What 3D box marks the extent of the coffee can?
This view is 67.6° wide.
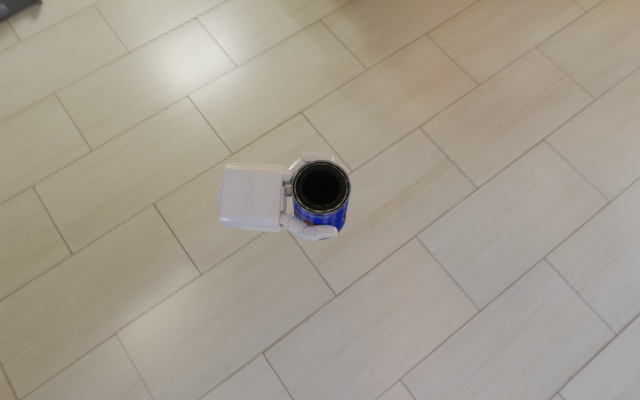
[{"bbox_3d":[0.000,0.003,0.871,0.103,0.102,0.140,0,-22,-1],"label":"coffee can"}]
